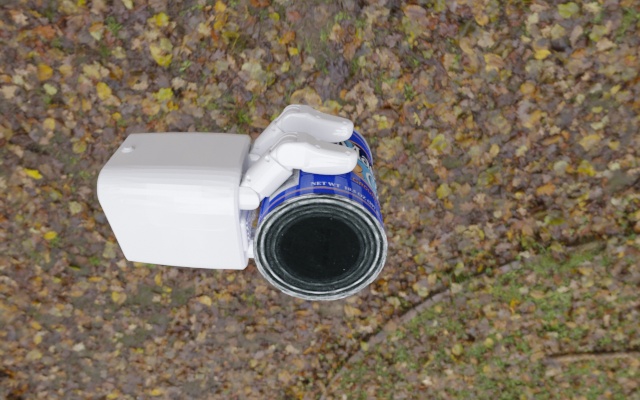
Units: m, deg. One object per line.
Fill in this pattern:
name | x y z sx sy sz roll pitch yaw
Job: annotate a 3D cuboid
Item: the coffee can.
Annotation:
coffee can | 0.000 0.001 0.419 0.103 0.103 0.140 0 33 0
